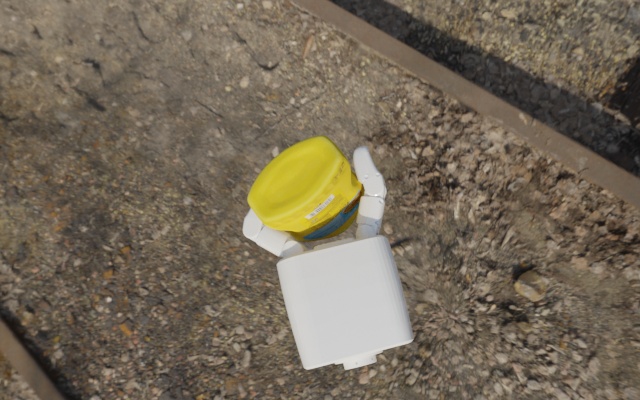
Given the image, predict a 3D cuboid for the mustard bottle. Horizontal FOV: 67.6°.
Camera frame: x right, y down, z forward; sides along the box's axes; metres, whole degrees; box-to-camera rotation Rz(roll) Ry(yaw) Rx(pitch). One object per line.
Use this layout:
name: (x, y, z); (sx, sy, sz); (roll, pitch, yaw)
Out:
mustard bottle: (0.000, 0.001, 0.508); (0.096, 0.058, 0.192); (-42, -20, 2)
